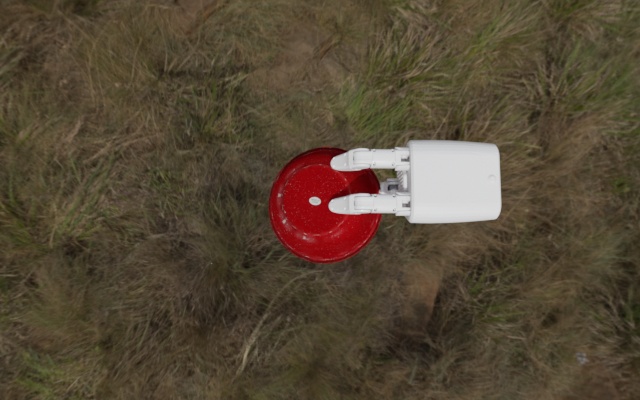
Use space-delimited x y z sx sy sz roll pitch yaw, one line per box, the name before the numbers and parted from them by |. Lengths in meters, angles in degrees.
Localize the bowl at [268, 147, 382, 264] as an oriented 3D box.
bowl | -0.001 0.002 0.632 0.162 0.162 0.055 0 -7 12
